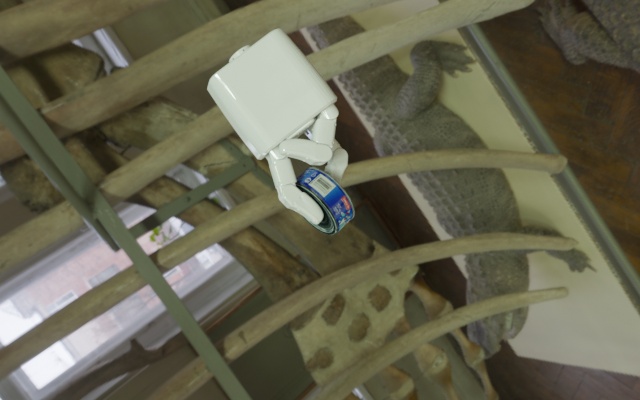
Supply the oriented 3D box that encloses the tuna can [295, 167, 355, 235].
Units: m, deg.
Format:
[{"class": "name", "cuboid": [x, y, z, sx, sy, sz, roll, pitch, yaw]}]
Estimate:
[{"class": "tuna can", "cuboid": [0.000, 0.002, 0.597, 0.033, 0.086, 0.086, -43, 20, -23]}]
